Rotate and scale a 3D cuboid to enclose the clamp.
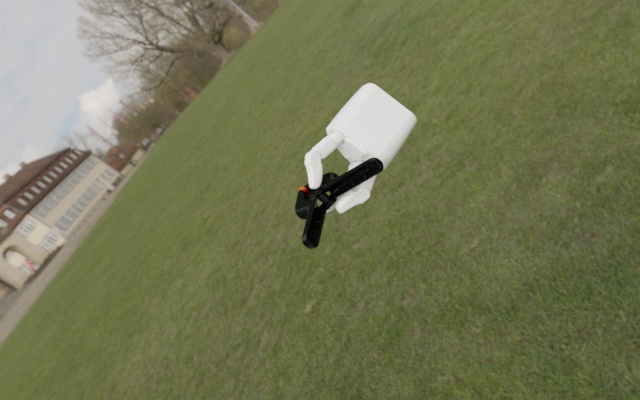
[{"bbox_3d":[-0.001,0.002,0.760,0.036,0.164,0.210,45,-16,-17],"label":"clamp"}]
